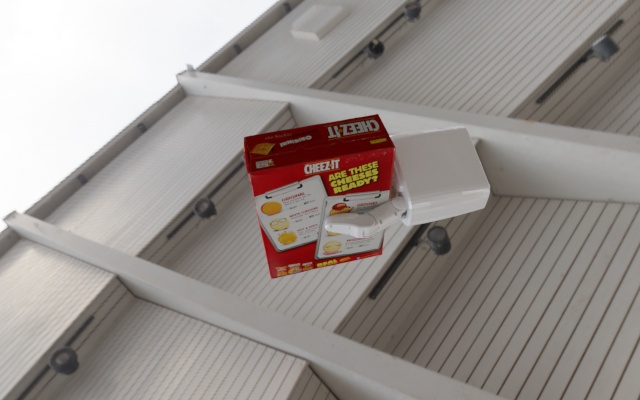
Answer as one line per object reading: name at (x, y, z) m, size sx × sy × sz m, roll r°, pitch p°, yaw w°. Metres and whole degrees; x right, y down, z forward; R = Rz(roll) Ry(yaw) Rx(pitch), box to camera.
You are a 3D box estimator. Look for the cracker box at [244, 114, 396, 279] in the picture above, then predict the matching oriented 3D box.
cracker box at (0.000, 0.002, 0.609) m, size 0.164 × 0.072 × 0.214 m, roll -11°, pitch -40°, yaw -7°
